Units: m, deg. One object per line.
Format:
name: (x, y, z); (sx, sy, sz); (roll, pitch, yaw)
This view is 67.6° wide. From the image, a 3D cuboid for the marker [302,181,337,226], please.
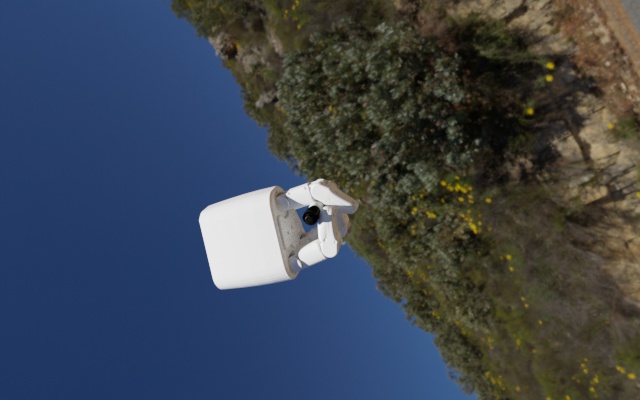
marker: (0.000, 0.002, 0.596); (0.020, 0.020, 0.121); (0, 20, 14)
